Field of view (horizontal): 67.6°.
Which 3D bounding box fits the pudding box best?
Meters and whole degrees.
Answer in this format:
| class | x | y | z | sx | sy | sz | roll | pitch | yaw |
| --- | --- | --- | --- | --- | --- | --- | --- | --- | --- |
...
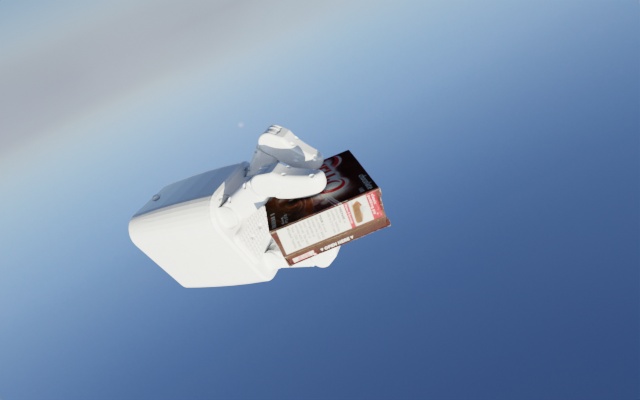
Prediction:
| class | x | y | z | sx | sy | sz | roll | pitch | yaw |
| --- | --- | --- | --- | --- | --- | --- | --- | --- | --- |
| pudding box | 0.000 | 0.002 | 0.408 | 0.090 | 0.039 | 0.113 | -23 | 25 | 0 |
